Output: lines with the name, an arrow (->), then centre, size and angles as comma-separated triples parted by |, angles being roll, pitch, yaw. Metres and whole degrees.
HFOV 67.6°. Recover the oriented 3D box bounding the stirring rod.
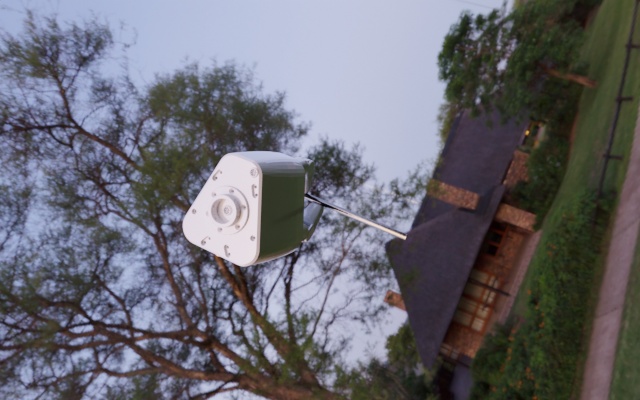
stirring rod -> 0.000, 0.002, 0.626 | 0.239, 0.011, 0.011 | 22, 7, 17
